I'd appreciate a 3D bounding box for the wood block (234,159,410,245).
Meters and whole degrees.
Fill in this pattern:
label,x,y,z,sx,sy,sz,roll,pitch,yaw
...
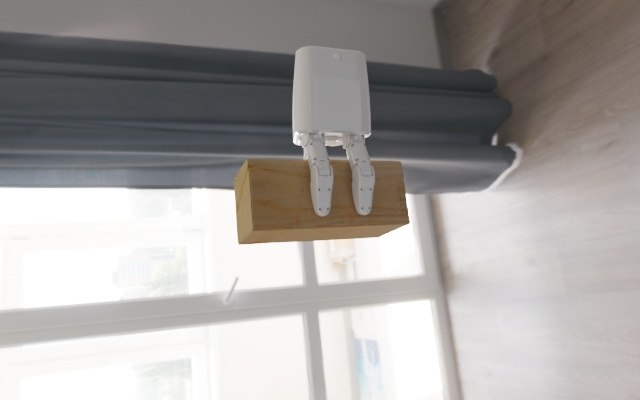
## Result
label,x,y,z,sx,sy,sz,roll,pitch,yaw
wood block,0.000,0.002,0.621,0.206,0.090,0.091,-1,-14,-21
